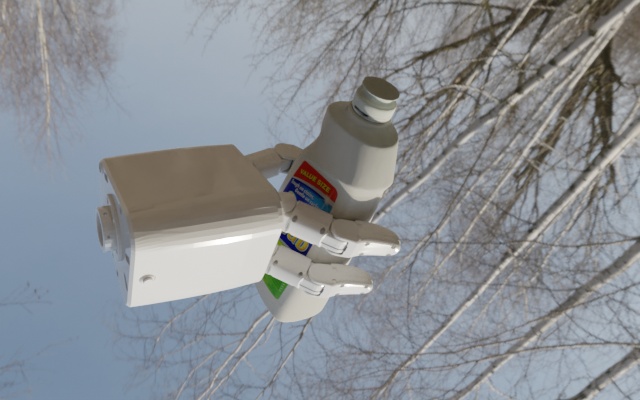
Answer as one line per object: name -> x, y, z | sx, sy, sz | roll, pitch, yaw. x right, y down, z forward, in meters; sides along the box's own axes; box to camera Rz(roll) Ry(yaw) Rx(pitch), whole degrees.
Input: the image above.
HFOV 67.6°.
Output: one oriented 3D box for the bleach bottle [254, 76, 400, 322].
bleach bottle -> 0.000, 0.001, 0.419 | 0.068, 0.102, 0.251 | -8, -39, -31
